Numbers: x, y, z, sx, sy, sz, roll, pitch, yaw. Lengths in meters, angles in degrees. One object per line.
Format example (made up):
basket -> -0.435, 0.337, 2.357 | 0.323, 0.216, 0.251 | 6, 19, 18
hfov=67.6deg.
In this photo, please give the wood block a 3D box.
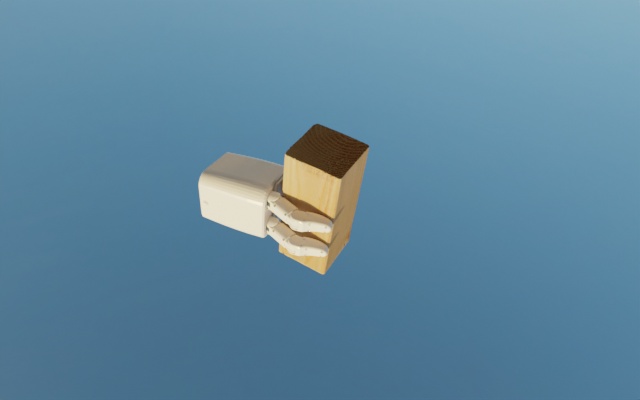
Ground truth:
wood block -> 0.000, 0.002, 0.724 | 0.090, 0.206, 0.090 | 25, 48, 16
